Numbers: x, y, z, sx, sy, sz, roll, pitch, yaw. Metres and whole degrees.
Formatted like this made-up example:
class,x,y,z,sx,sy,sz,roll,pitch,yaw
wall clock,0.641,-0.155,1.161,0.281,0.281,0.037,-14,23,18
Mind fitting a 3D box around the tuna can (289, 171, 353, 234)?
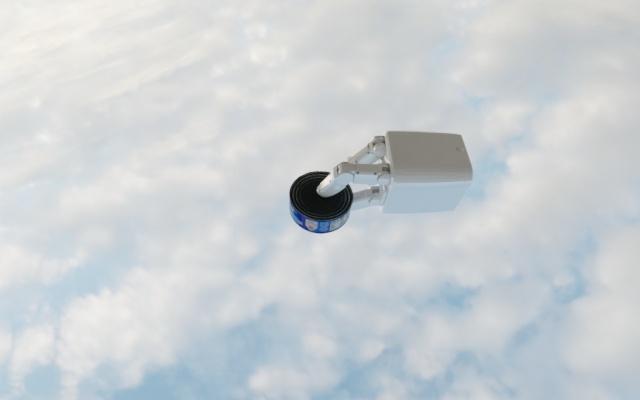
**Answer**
class,x,y,z,sx,sy,sz,roll,pitch,yaw
tuna can,0.000,0.002,0.646,0.086,0.086,0.034,0,-39,-5
